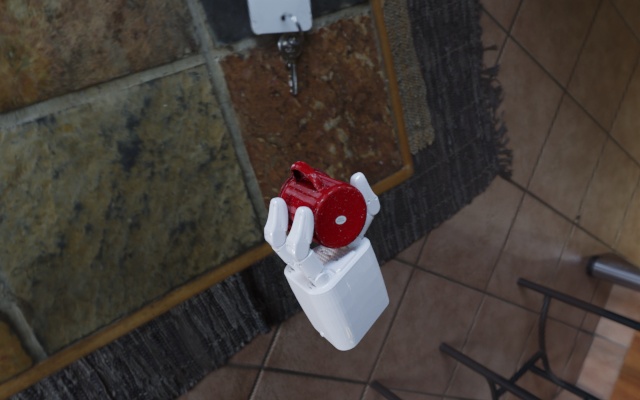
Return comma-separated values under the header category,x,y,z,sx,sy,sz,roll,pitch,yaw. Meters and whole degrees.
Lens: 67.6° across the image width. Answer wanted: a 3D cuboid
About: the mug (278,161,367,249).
category,x,y,z,sx,sy,sz,roll,pitch,yaw
mug,0.000,0.001,0.595,0.093,0.117,0.081,-36,30,-20
